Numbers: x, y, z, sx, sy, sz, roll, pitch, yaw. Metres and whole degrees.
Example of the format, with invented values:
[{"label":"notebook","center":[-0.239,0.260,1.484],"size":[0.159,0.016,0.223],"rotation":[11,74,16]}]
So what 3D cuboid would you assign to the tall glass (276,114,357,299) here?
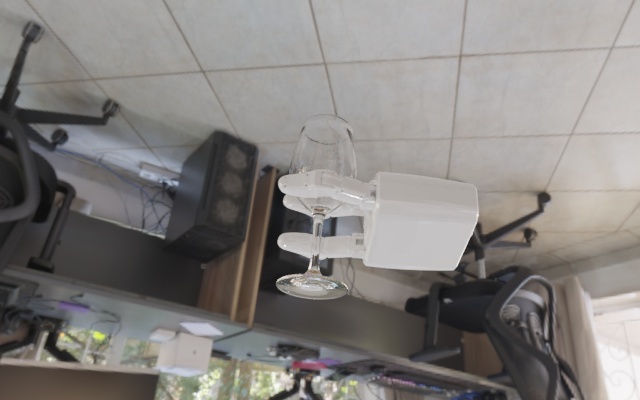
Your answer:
[{"label":"tall glass","center":[0.000,0.002,0.531],"size":[0.079,0.201,0.079],"rotation":[4,-28,2]}]
